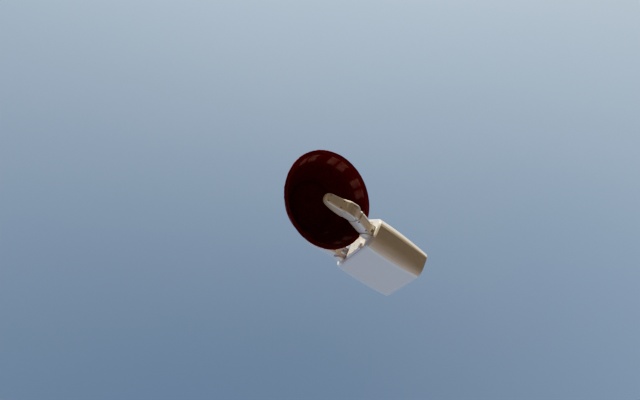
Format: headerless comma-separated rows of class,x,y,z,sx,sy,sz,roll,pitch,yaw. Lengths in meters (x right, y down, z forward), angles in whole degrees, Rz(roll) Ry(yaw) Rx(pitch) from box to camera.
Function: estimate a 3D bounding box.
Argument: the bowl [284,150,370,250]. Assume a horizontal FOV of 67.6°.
bowl,-0.001,0.002,0.774,0.162,0.162,0.055,0,-12,-34
